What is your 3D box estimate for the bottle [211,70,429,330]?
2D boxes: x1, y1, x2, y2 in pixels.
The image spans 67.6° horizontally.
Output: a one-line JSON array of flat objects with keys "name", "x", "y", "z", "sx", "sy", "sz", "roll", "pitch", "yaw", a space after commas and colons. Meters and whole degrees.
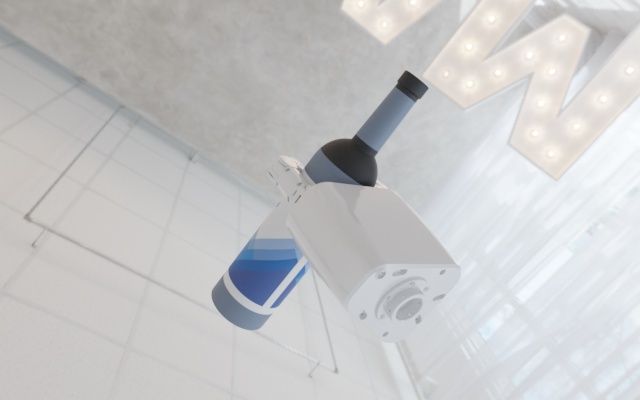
[{"name": "bottle", "x": 0.000, "y": 0.002, "z": 0.471, "sx": 0.069, "sy": 0.296, "sz": 0.069, "roll": 35, "pitch": 15, "yaw": -11}]
